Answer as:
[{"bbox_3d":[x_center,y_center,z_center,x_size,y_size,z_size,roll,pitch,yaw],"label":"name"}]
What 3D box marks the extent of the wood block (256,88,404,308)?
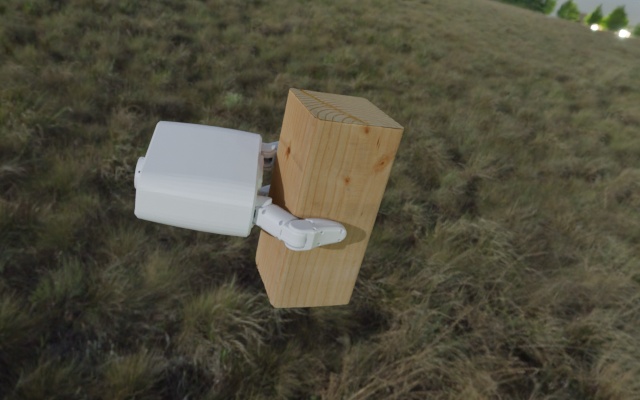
[{"bbox_3d":[0.000,0.002,0.497,0.090,0.206,0.090,2,28,-23],"label":"wood block"}]
